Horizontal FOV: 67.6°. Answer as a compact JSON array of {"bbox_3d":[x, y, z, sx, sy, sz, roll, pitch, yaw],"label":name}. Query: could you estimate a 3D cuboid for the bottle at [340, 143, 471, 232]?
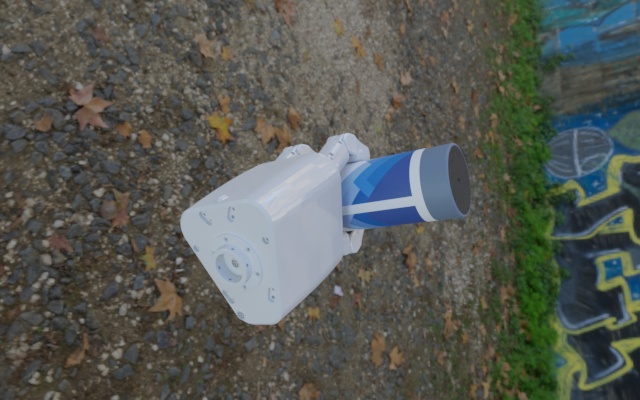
[{"bbox_3d":[0.000,0.002,0.499,0.296,0.069,0.069,-9,-5,32],"label":"bottle"}]
